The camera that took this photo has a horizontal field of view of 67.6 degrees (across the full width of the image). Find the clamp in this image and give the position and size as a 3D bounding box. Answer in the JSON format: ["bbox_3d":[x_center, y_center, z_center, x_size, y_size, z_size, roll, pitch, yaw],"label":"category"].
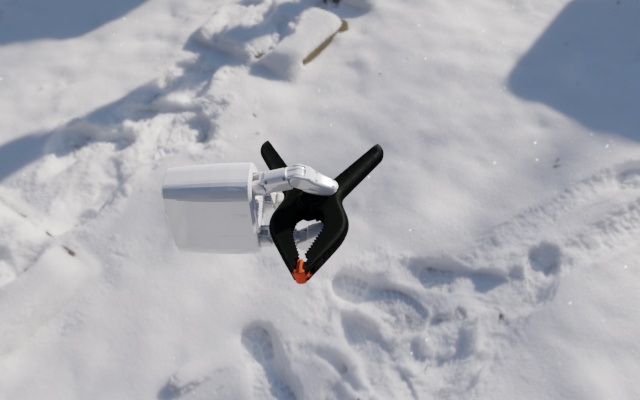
[{"bbox_3d":[0.000,0.002,0.585,0.164,0.209,0.036,-3,-38,5],"label":"clamp"}]
